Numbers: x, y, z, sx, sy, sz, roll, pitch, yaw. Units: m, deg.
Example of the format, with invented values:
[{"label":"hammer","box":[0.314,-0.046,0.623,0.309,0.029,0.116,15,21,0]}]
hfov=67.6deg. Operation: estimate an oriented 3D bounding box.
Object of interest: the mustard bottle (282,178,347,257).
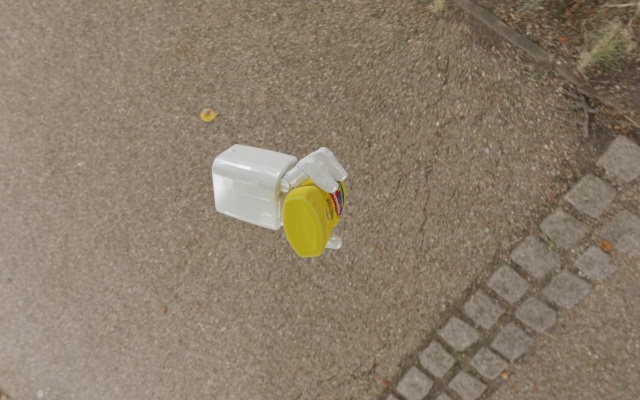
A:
[{"label":"mustard bottle","box":[0.000,0.003,0.736,0.058,0.096,0.191,-8,20,20]}]
